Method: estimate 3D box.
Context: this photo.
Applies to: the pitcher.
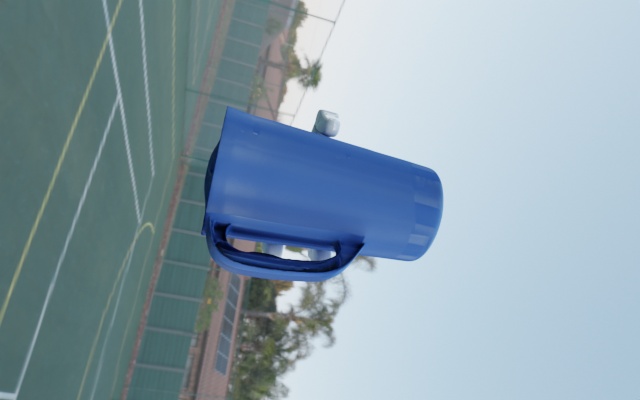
[{"bbox_3d":[0.000,0.002,0.504,0.243,0.149,0.145,12,7,-12],"label":"pitcher"}]
